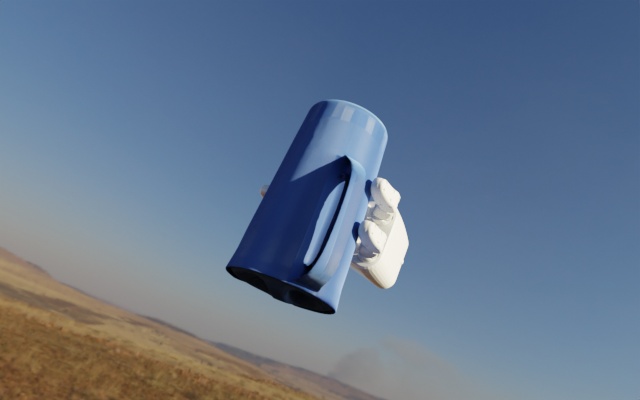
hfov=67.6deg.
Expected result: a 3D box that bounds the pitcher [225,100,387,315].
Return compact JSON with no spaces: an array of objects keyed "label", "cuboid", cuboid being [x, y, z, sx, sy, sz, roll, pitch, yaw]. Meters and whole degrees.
[{"label":"pitcher","cuboid":[0.000,0.002,0.566,0.149,0.242,0.145,12,-22,26]}]
